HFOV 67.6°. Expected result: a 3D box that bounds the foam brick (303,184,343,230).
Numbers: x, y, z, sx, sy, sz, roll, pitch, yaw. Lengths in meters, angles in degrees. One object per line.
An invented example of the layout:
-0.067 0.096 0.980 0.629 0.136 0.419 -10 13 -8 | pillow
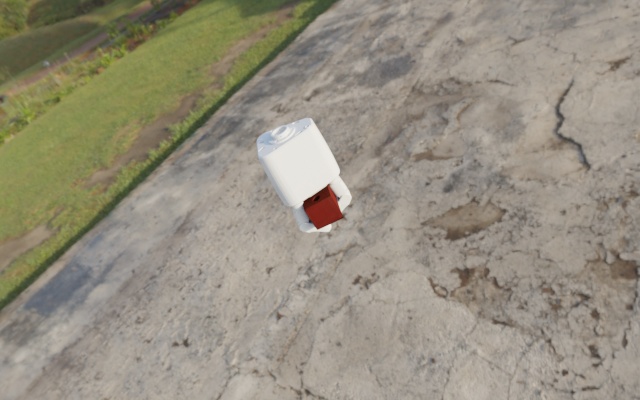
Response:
0.000 0.003 0.835 0.053 0.051 0.078 -27 33 7 | foam brick
